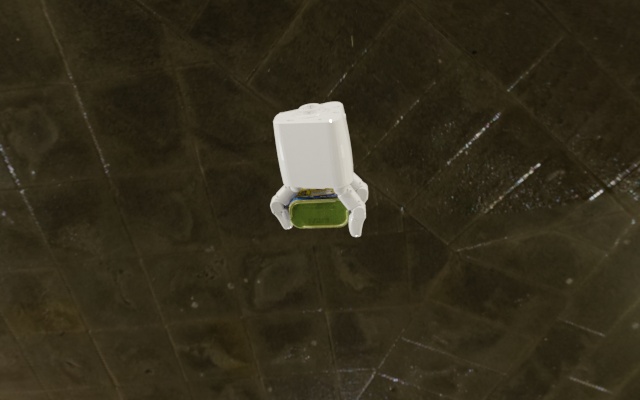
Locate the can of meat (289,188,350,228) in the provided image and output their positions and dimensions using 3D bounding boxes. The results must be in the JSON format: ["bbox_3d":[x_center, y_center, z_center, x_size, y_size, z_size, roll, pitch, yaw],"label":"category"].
[{"bbox_3d":[0.000,0.003,0.793,0.102,0.057,0.084,-3,28,5],"label":"can of meat"}]
